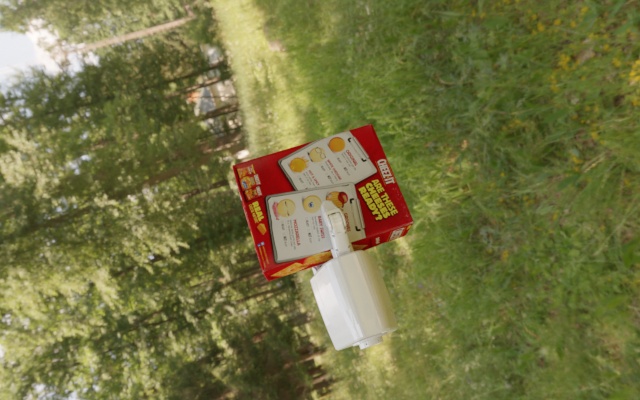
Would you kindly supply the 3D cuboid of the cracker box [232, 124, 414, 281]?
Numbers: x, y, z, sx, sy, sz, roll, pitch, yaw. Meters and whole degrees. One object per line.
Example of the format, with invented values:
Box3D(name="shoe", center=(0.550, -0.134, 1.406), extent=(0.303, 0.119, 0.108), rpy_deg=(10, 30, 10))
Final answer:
Box3D(name="cracker box", center=(0.000, 0.002, 0.685), extent=(0.213, 0.164, 0.072), rpy_deg=(-17, -20, -7))
